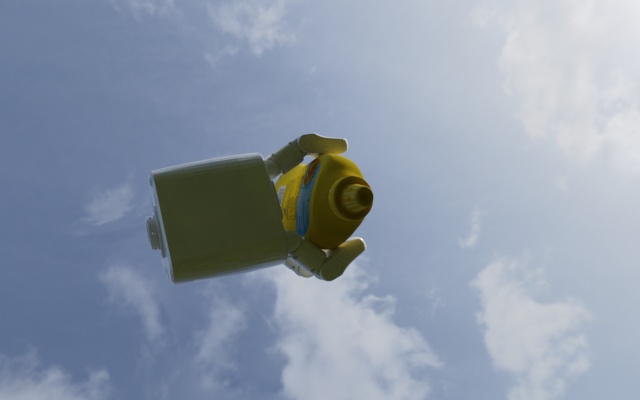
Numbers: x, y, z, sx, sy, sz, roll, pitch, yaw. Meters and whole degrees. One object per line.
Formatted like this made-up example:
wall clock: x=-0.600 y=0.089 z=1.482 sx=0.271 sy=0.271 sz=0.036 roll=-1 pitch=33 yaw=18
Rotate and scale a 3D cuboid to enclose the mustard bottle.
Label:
mustard bottle: x=0.000 y=0.002 z=0.494 sx=0.058 sy=0.096 sz=0.191 roll=16 pitch=-9 yaw=-21
